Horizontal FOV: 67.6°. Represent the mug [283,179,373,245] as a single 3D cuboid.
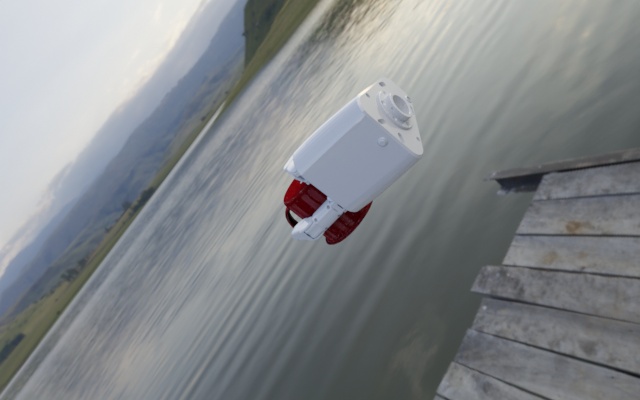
[{"bbox_3d":[-0.001,0.003,0.615,0.081,0.093,0.117,38,-52,-16],"label":"mug"}]
